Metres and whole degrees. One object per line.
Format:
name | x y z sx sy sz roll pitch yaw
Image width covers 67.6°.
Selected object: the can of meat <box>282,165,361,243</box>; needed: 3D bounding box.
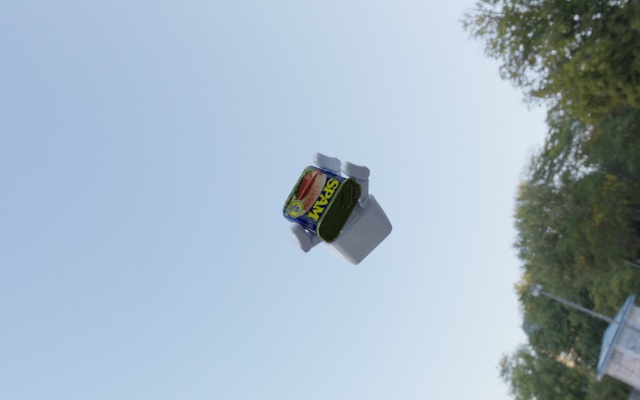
can of meat | 0.000 0.002 0.738 0.084 0.102 0.057 23 -12 37
